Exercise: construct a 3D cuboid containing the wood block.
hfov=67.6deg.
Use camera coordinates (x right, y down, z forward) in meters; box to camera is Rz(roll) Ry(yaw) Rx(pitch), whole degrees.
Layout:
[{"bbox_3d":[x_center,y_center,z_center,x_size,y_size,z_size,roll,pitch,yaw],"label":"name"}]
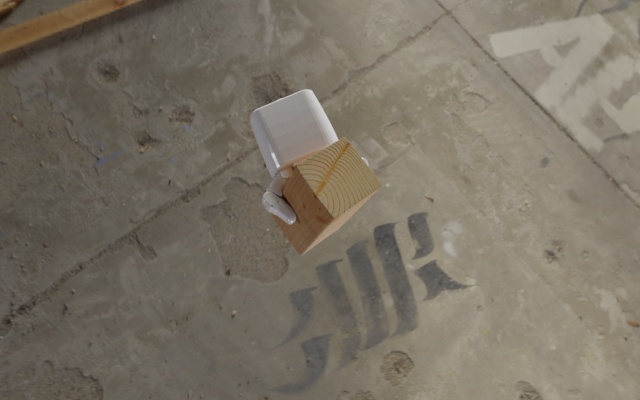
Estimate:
[{"bbox_3d":[0.000,0.002,0.733,0.091,0.090,0.206,-33,-9,-23],"label":"wood block"}]
